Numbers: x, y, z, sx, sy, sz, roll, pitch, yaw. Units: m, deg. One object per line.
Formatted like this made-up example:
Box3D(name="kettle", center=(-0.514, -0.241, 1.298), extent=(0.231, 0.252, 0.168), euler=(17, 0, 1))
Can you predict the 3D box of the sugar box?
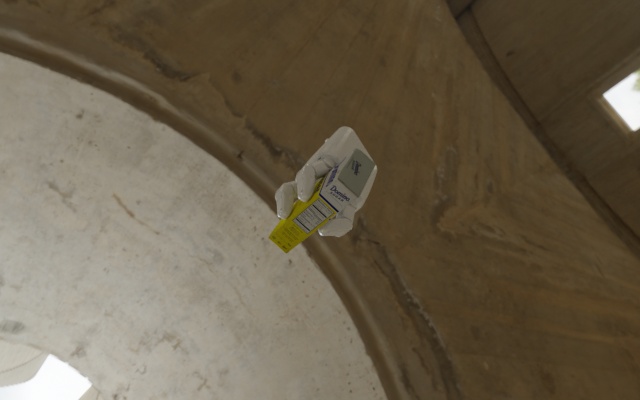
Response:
Box3D(name="sugar box", center=(0.000, 0.002, 0.713), extent=(0.176, 0.048, 0.093), euler=(-43, 10, 39))
